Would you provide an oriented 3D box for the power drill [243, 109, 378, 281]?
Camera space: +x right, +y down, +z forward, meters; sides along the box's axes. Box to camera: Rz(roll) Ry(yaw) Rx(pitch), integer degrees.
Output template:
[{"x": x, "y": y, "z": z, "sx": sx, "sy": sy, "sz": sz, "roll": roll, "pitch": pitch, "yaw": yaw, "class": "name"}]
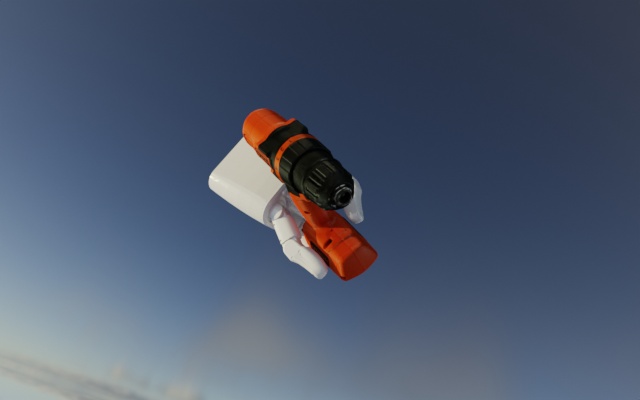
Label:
[{"x": 0.000, "y": 0.002, "z": 0.507, "sx": 0.057, "sy": 0.188, "sz": 0.184, "roll": -34, "pitch": 41, "yaw": -9, "class": "power drill"}]
